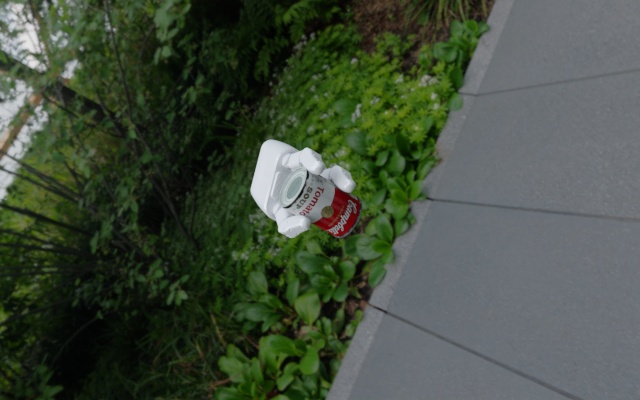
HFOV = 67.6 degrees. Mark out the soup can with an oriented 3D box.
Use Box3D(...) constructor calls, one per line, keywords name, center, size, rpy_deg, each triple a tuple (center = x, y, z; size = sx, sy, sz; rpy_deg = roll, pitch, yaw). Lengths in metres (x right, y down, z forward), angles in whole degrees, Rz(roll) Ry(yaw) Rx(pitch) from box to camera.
Box3D(name="soup can", center=(0.000, 0.002, 0.684), size=(0.102, 0.068, 0.068), rpy_deg=(30, -15, -27))
